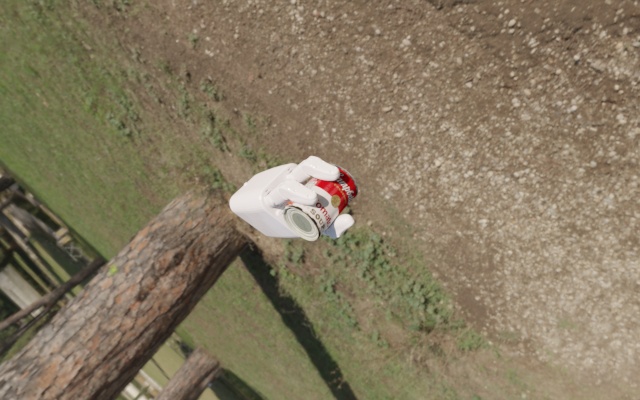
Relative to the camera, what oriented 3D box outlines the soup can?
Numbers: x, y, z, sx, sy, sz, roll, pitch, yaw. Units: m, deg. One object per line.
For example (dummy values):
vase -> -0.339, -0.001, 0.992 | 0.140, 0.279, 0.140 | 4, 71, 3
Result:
soup can -> 0.000, 0.003, 0.708 | 0.068, 0.068, 0.102 | 0, 39, 48
